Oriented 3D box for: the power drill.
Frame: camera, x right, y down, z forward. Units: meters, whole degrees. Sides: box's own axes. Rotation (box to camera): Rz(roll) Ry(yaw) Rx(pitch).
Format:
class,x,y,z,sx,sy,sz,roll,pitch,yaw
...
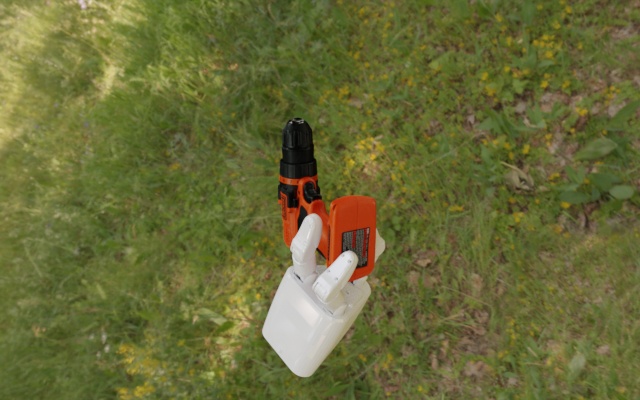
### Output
class,x,y,z,sx,sy,sz,roll,pitch,yaw
power drill,0.000,0.002,0.593,0.057,0.184,0.187,-11,24,-21
